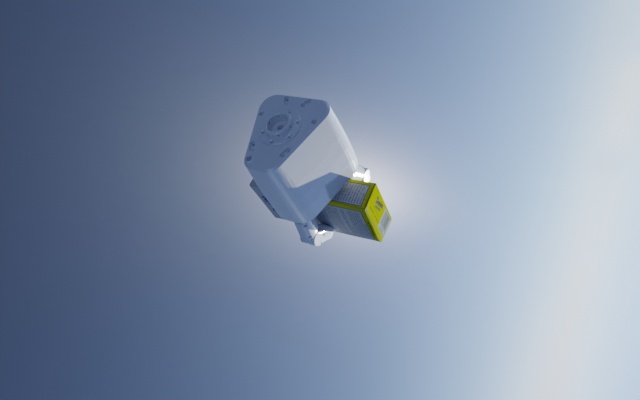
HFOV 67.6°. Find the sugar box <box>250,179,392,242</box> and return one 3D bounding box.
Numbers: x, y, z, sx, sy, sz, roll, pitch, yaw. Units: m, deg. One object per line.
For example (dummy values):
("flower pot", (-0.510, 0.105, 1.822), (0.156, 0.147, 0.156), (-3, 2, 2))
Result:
("sugar box", (0.000, 0.002, 0.647), (0.176, 0.048, 0.093), (14, -25, 29))
